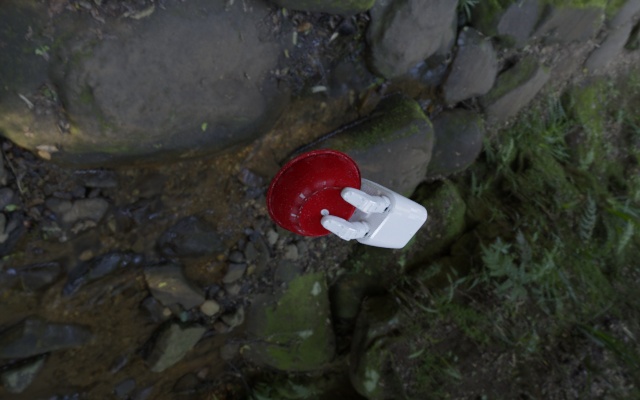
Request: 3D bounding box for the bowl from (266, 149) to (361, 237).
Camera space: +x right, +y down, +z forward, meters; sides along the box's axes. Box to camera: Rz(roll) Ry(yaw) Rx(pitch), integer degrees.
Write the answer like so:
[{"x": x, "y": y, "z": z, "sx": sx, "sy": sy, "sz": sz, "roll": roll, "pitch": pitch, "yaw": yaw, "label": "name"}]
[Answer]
[{"x": -0.001, "y": 0.003, "z": 0.745, "sx": 0.162, "sy": 0.162, "sz": 0.055, "roll": 0, "pitch": 35, "yaw": -25, "label": "bowl"}]
